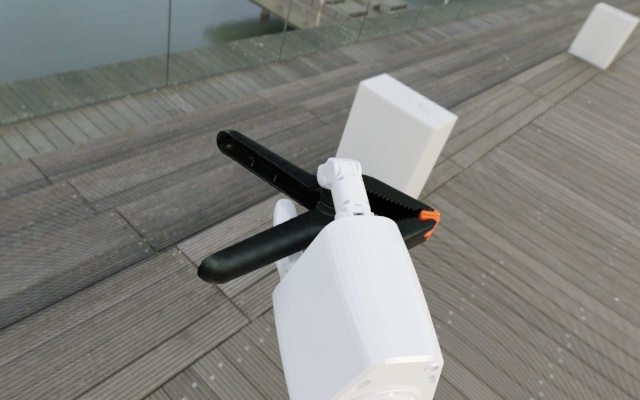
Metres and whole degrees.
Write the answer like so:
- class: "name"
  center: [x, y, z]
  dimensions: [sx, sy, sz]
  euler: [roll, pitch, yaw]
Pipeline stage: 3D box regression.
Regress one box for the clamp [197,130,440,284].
- class: "clamp"
  center: [0.001, 0.001, 0.417]
  dimensions: [0.210, 0.164, 0.036]
  euler: [3, -44, -18]
